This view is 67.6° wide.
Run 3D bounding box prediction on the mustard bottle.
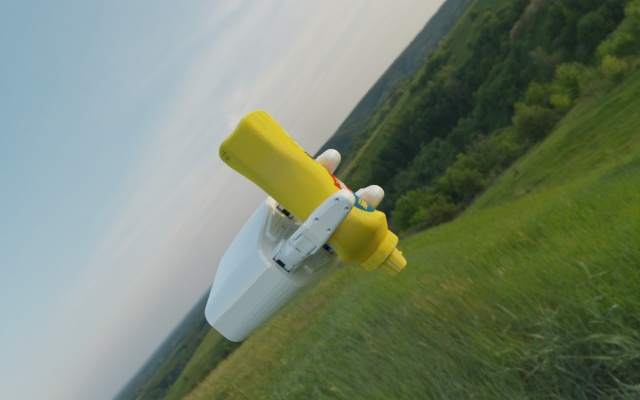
[{"bbox_3d":[0.000,0.001,0.431,0.191,0.058,0.096,41,3,-3],"label":"mustard bottle"}]
